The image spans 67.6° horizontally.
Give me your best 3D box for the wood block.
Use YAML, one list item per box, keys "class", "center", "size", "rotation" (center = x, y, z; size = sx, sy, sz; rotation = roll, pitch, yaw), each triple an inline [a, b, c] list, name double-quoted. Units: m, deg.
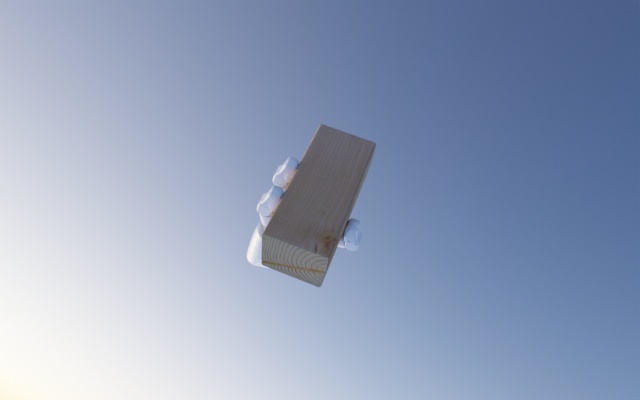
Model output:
- class: "wood block"
  center: [0.000, 0.003, 0.674]
  size: [0.091, 0.206, 0.090]
  rotation: [20, -35, 6]
